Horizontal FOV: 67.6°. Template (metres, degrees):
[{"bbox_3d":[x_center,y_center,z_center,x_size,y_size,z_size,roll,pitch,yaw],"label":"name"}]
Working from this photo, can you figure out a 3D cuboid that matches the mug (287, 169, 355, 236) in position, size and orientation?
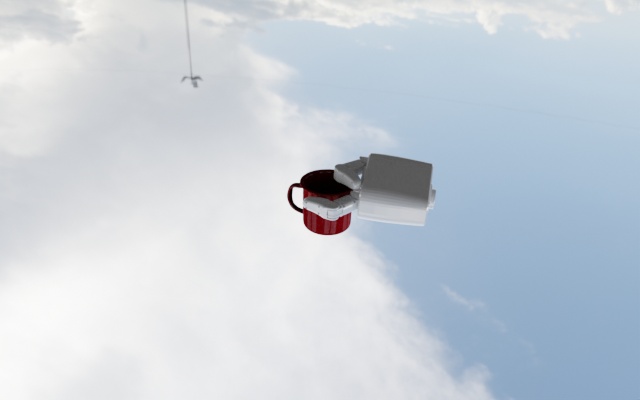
[{"bbox_3d":[-0.001,0.003,0.792,0.117,0.081,0.093,9,31,12],"label":"mug"}]
